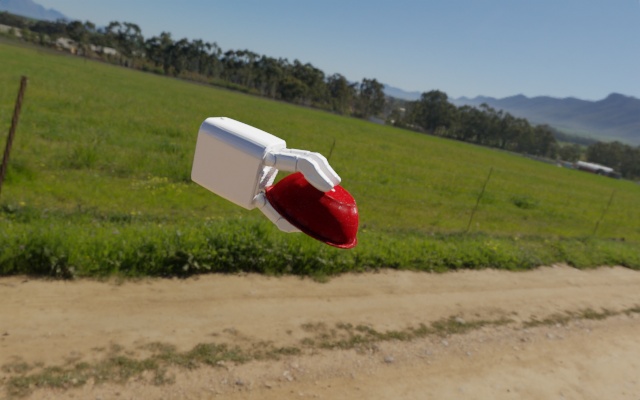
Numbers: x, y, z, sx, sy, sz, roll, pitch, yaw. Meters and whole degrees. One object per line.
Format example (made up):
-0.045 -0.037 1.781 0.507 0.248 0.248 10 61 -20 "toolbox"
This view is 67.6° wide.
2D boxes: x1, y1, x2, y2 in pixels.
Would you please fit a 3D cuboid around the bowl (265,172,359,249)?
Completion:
0.001 0.003 0.717 0.162 0.055 0.162 30 16 -10 "bowl"
